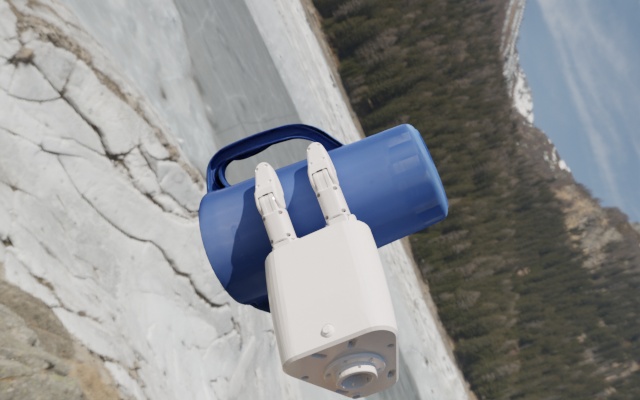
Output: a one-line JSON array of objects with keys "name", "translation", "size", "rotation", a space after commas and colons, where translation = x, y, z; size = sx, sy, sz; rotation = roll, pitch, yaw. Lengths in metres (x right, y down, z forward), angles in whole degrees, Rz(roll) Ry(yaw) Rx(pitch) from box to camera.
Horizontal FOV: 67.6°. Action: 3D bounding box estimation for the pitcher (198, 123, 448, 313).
[{"name": "pitcher", "translation": [0.000, 0.002, 0.513], "size": [0.243, 0.145, 0.149], "rotation": [-22, -46, 9]}]
